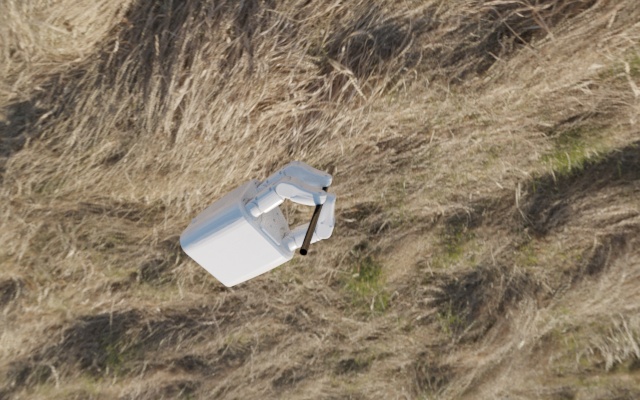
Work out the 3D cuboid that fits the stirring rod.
[{"bbox_3d":[0.000,0.002,0.579,0.011,0.011,0.239,0,24,9],"label":"stirring rod"}]
